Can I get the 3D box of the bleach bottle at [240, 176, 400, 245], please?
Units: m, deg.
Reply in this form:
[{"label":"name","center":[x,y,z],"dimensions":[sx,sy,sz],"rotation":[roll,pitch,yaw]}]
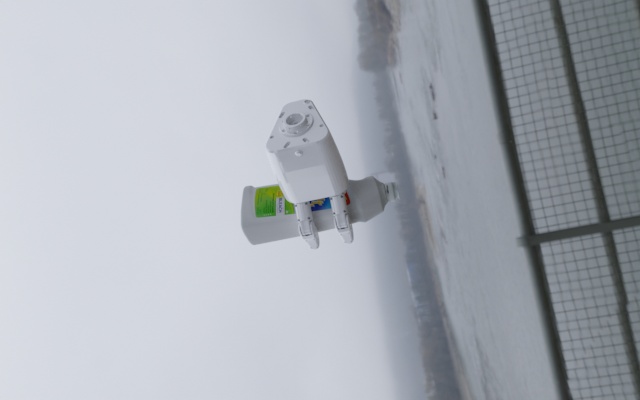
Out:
[{"label":"bleach bottle","center":[0.000,0.003,0.770],"dimensions":[0.251,0.102,0.068],"rotation":[-12,-42,10]}]
